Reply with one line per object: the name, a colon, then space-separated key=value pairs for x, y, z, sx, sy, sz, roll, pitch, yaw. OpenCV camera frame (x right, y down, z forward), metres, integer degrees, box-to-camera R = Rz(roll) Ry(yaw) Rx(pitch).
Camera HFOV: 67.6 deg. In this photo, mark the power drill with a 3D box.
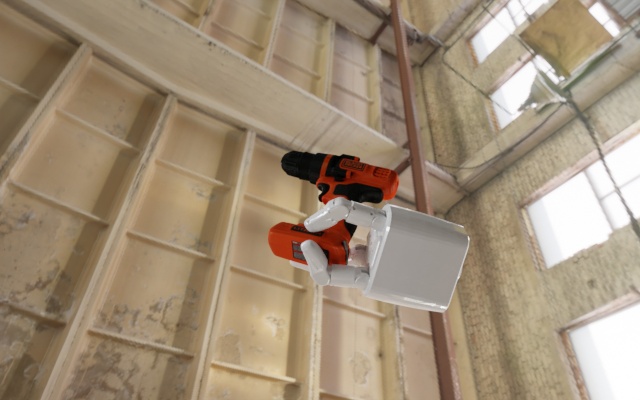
power drill: x=0.000 y=0.003 z=0.668 sx=0.184 sy=0.057 sz=0.187 roll=13 pitch=47 yaw=19
